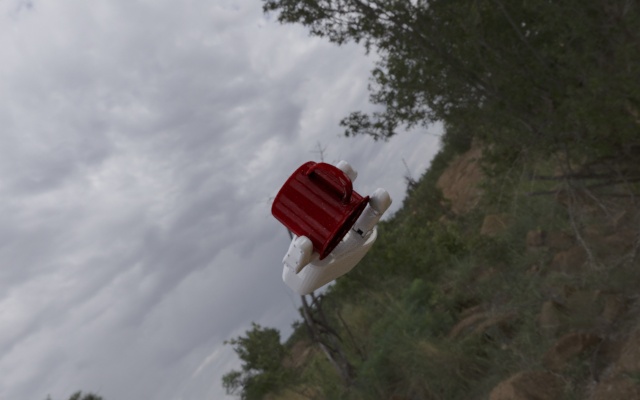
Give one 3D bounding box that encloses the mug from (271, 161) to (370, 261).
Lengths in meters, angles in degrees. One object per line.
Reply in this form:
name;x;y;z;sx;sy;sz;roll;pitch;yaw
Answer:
mug;0.000;0.001;0.543;0.093;0.081;0.117;-45;-13;-34
